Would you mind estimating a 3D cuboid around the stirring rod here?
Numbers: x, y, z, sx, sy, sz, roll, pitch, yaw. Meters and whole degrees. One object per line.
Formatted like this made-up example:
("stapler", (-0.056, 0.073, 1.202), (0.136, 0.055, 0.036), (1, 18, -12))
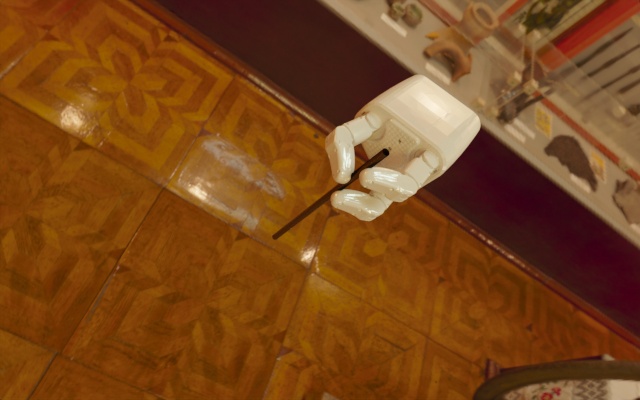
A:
("stirring rod", (0.000, 0.002, 0.529), (0.011, 0.011, 0.240), (0, -22, -32))
